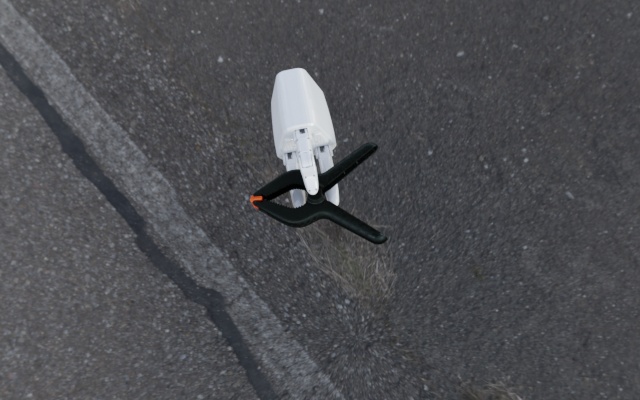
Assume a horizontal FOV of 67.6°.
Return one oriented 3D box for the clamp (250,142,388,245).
[{"bbox_3d":[-0.001,0.002,0.728,0.210,0.164,0.036,-11,-22,1],"label":"clamp"}]
